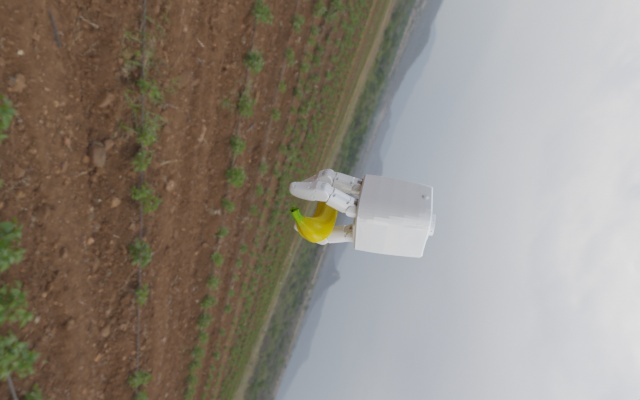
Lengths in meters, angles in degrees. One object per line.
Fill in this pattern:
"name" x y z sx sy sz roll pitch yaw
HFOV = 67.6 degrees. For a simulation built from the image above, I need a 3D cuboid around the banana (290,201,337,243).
"banana" 0.001 0.021 0.738 0.037 0.069 0.197 -2 12 14
